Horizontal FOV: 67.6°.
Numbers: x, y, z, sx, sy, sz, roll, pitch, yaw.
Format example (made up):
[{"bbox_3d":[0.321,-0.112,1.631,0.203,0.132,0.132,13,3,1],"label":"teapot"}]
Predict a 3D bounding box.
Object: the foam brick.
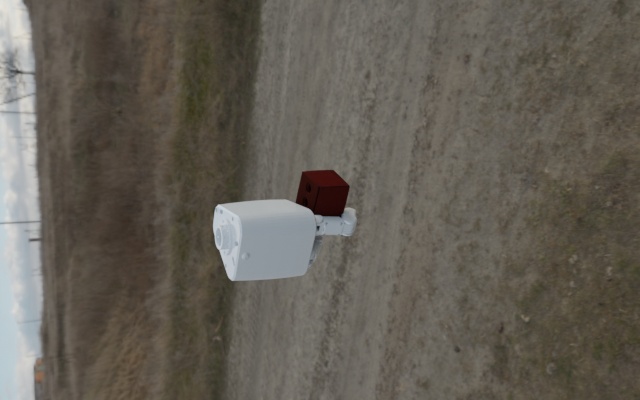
[{"bbox_3d":[0.000,0.002,0.674,0.051,0.078,0.053,-2,28,-29],"label":"foam brick"}]
